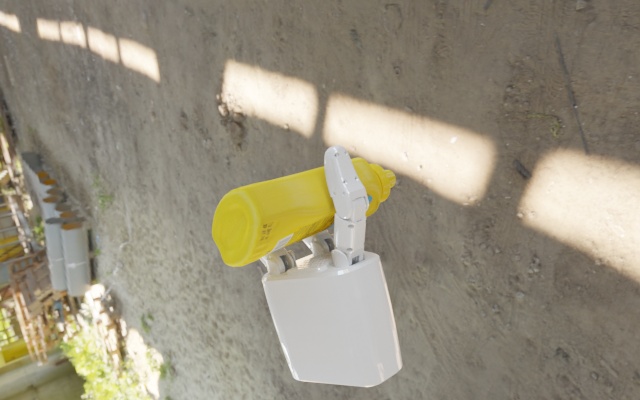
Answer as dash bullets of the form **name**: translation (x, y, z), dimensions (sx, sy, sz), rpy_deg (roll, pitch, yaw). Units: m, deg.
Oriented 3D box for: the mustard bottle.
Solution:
- **mustard bottle**: translation (0.000, 0.001, 0.448), dimensions (0.191, 0.058, 0.096), rpy_deg (-18, -19, -35)
